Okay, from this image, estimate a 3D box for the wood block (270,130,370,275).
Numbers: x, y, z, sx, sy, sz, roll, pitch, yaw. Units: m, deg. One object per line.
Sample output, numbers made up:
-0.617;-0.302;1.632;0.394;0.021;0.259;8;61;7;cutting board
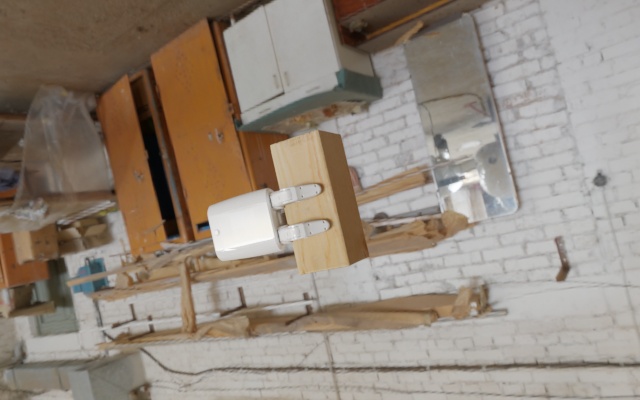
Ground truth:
0.000;0.003;0.757;0.090;0.206;0.091;-14;-3;25;wood block
